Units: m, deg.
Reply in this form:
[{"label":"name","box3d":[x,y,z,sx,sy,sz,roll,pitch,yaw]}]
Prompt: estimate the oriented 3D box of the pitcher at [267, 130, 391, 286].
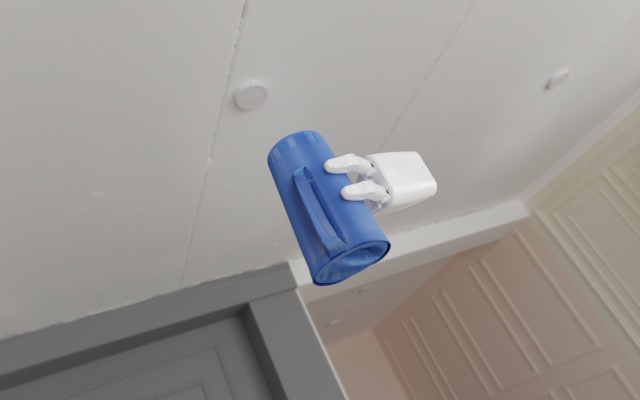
[{"label":"pitcher","box3d":[0.000,0.003,0.770,0.145,0.242,0.149,-9,-31,-32]}]
